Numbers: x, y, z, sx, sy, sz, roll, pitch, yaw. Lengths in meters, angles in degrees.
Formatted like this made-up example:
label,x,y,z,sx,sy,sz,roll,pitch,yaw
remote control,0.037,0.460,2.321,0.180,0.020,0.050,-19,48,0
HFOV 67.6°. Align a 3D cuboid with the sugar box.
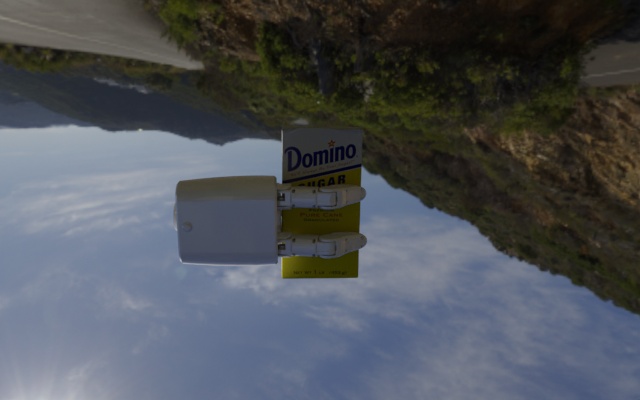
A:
label,x,y,z,sx,sy,sz,roll,pitch,yaw
sugar box,0.000,0.002,0.561,0.093,0.176,0.048,-1,12,-5
